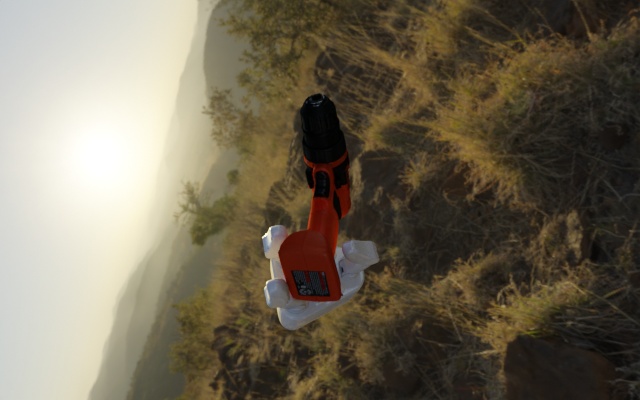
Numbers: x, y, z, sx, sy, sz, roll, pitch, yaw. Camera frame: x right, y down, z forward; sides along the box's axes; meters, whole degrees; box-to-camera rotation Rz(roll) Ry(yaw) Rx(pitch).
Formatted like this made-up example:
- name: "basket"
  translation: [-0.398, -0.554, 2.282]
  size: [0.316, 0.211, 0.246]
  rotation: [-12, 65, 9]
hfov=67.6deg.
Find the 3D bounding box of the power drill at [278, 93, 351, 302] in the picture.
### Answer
- name: "power drill"
  translation: [0.000, 0.002, 0.532]
  size: [0.057, 0.187, 0.185]
  rotation: [0, -42, 13]
